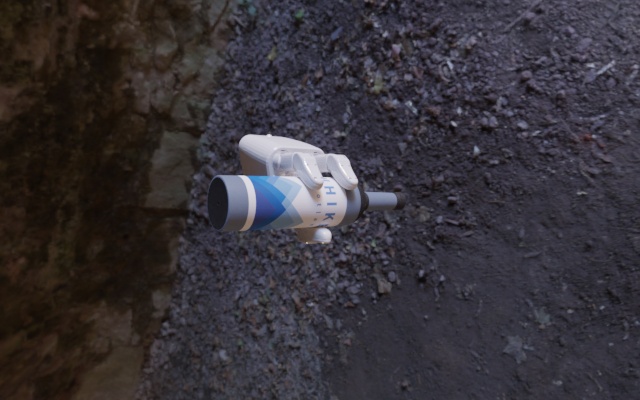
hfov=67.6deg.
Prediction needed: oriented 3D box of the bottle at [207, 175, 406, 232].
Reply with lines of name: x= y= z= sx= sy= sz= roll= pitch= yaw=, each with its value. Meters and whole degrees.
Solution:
bottle: x=0.000 y=0.002 z=0.643 sx=0.296 sy=0.069 sz=0.069 roll=-1 pitch=0 yaw=-35
